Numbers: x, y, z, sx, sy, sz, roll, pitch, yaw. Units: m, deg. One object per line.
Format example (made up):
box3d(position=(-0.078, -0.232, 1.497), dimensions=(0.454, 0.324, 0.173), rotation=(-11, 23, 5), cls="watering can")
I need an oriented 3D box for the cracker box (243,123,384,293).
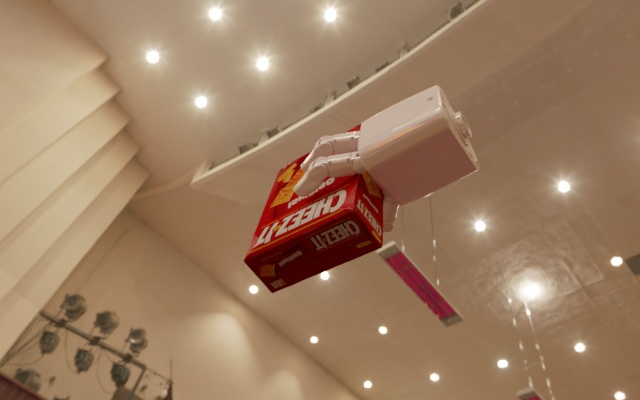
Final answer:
box3d(position=(0.000, 0.002, 0.642), dimensions=(0.164, 0.072, 0.213), rotation=(-27, 26, 25), cls="cracker box")
